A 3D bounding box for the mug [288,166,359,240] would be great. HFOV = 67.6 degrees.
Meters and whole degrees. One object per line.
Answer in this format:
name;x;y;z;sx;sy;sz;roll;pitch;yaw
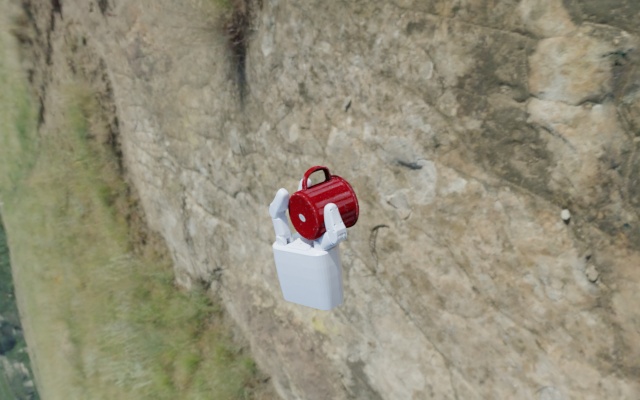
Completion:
mug;0.000;0.001;0.766;0.081;0.117;0.093;-22;22;-35
